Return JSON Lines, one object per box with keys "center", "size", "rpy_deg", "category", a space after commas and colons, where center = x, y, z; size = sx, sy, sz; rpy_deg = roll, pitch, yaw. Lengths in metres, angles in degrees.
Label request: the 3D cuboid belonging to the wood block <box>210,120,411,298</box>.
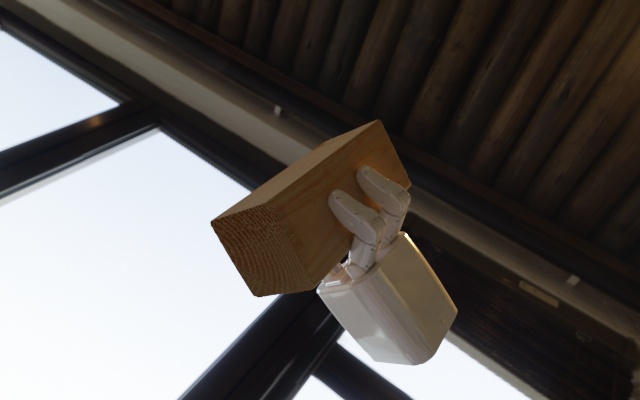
{"center": [0.000, 0.002, 0.502], "size": [0.091, 0.090, 0.206], "rpy_deg": [-18, 15, 42], "category": "wood block"}
